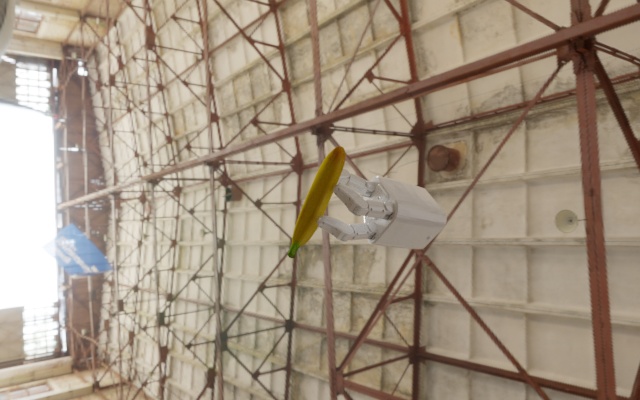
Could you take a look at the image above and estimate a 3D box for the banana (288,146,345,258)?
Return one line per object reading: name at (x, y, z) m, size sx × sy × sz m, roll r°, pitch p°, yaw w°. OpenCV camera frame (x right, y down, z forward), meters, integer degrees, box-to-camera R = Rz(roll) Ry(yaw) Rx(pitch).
banana at (-0.002, -0.001, 0.764) m, size 0.037 × 0.198 × 0.069 m, roll 20°, pitch 19°, yaw -10°
